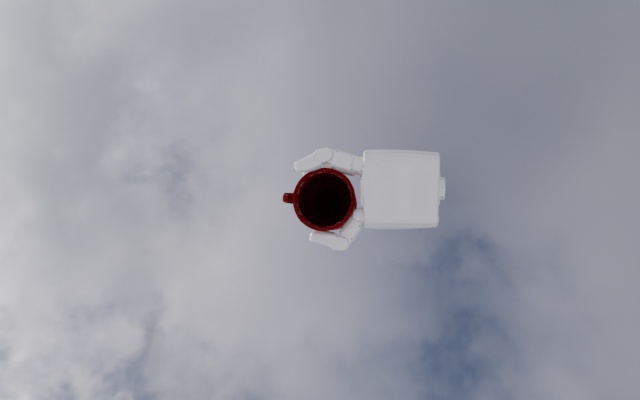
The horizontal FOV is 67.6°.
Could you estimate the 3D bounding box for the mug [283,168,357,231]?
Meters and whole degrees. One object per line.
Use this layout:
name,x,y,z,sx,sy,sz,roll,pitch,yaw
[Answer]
mug,-0.001,0.002,0.732,0.117,0.093,0.081,2,-6,11
